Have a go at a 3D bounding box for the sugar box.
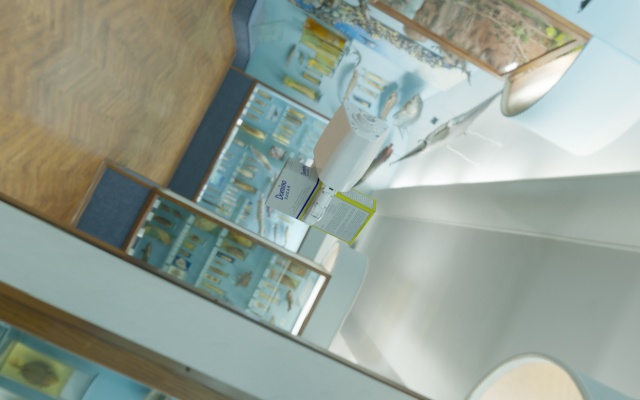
[{"bbox_3d":[0.000,0.002,0.848,0.176,0.093,0.048,28,34,-7],"label":"sugar box"}]
